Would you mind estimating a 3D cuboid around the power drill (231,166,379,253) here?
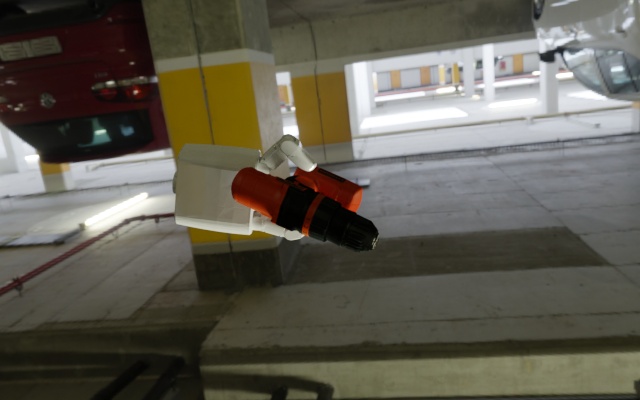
[{"bbox_3d":[0.000,0.002,0.619,0.184,0.057,0.187,25,12,12],"label":"power drill"}]
